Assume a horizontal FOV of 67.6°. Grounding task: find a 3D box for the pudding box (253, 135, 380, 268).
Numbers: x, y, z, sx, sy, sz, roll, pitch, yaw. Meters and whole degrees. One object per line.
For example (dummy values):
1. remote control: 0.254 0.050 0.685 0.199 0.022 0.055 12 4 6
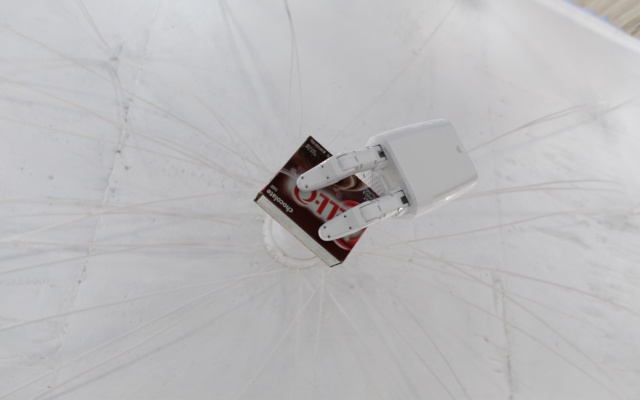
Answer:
1. pudding box: 0.000 0.002 0.509 0.113 0.090 0.039 40 -28 -5
